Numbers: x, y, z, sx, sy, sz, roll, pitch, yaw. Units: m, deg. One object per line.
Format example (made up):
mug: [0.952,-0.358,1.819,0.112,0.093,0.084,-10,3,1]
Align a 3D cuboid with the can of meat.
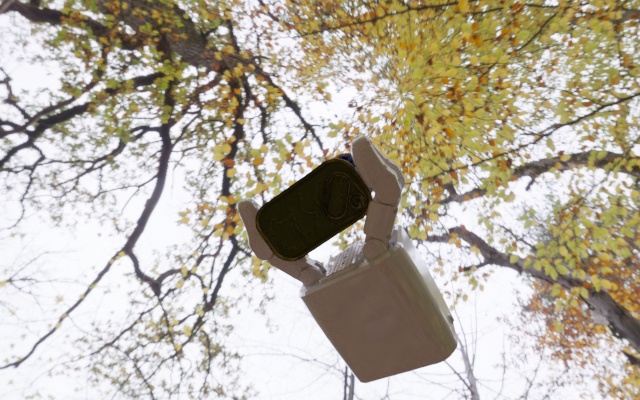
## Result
can of meat: [0.000,0.001,0.443,0.102,0.057,0.084,-35,3,15]
